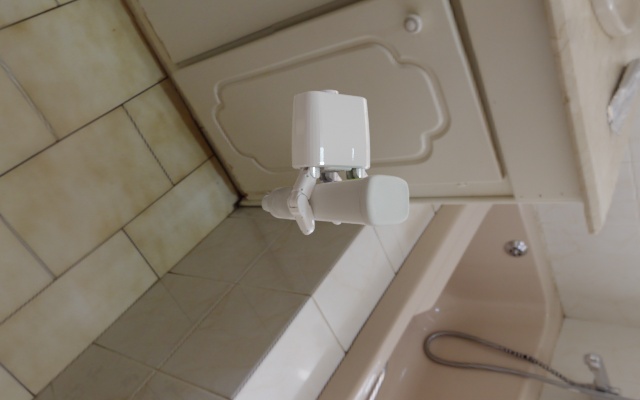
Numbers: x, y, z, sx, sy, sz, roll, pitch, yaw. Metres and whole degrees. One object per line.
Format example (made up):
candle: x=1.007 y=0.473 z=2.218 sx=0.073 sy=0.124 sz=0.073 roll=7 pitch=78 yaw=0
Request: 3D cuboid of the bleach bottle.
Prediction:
bleach bottle: x=0.000 y=0.002 z=0.709 sx=0.251 sy=0.068 sz=0.102 roll=-1 pitch=-1 yaw=41
